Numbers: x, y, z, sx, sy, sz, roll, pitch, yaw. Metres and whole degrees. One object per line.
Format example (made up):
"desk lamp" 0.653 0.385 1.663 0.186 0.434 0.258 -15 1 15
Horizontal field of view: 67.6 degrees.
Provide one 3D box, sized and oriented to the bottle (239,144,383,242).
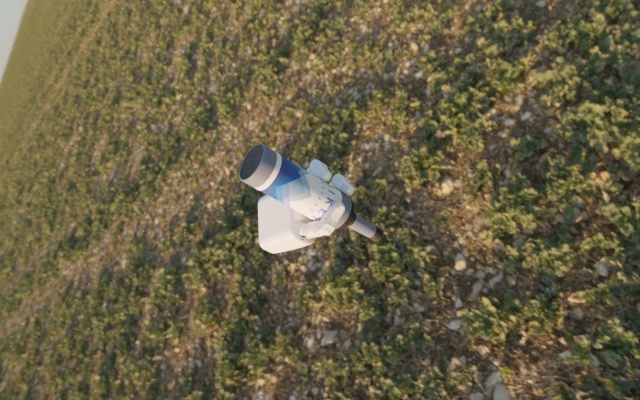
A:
"bottle" 0.000 0.003 0.821 0.296 0.069 0.069 30 -17 -32
